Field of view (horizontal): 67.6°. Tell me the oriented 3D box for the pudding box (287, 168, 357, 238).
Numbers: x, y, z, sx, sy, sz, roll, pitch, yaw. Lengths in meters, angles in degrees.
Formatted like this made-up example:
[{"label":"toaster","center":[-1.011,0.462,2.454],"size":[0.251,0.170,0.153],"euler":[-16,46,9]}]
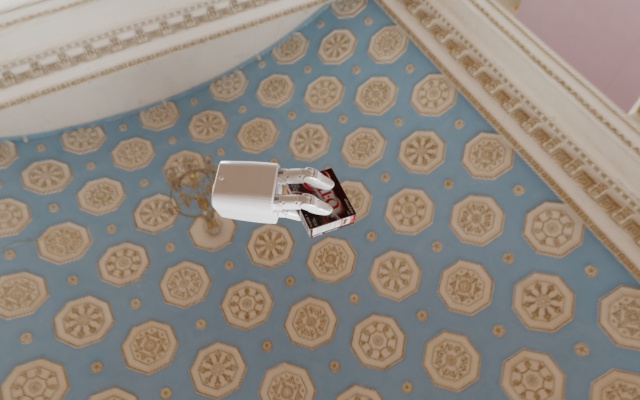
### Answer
[{"label":"pudding box","center":[0.000,0.003,0.860],"size":[0.090,0.113,0.039],"euler":[-18,-28,-15]}]
